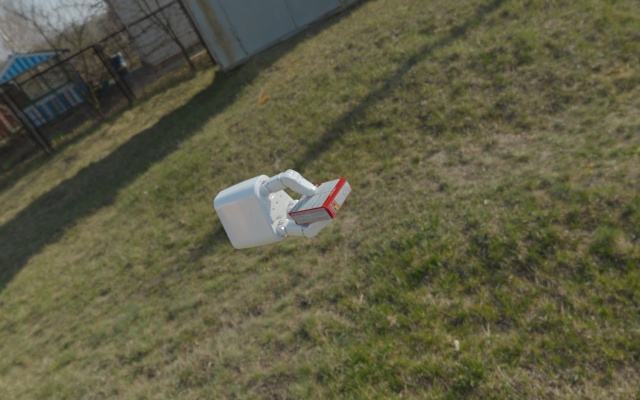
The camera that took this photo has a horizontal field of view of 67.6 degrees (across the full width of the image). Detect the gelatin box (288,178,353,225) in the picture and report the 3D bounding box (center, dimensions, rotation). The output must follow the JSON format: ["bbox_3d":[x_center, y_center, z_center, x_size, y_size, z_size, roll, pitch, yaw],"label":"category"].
[{"bbox_3d":[0.000,0.002,0.788,0.089,0.030,0.073,-13,32,45],"label":"gelatin box"}]
